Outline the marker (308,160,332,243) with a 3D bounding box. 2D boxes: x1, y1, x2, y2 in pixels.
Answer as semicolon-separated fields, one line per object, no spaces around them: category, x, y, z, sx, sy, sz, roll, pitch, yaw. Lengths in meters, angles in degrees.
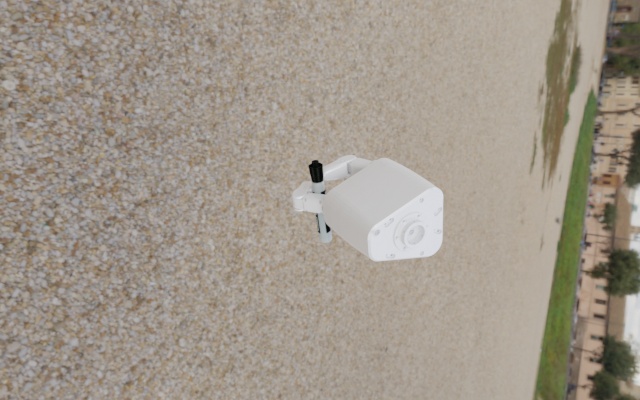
marker;0.000;0.002;0.646;0.020;0.121;0.020;-6;28;3
